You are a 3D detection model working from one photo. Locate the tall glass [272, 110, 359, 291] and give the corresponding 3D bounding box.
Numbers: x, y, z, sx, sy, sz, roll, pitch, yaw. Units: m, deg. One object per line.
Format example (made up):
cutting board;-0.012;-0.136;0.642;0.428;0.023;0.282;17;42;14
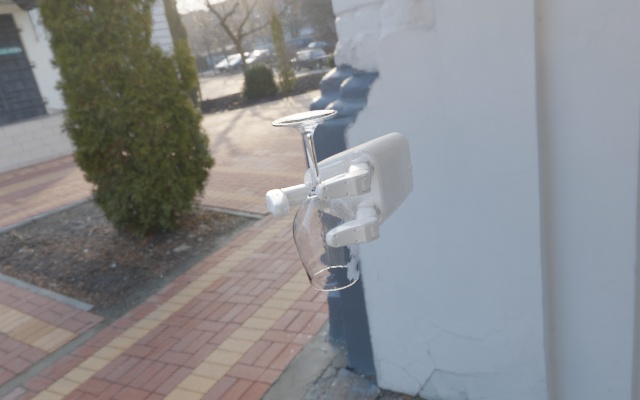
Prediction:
tall glass;0.000;0.001;0.553;0.079;0.201;0.079;-9;18;3
